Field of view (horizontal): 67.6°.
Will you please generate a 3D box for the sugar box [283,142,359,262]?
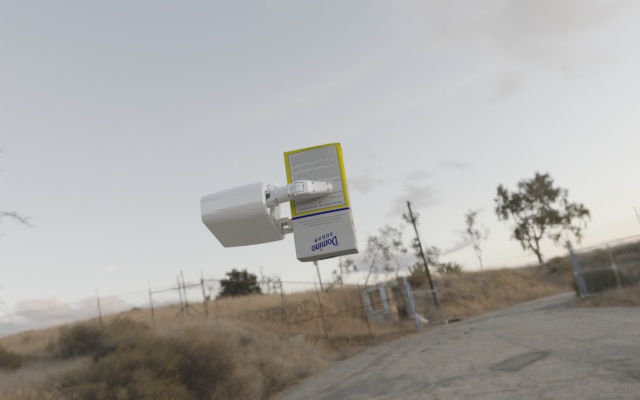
[{"bbox_3d":[0.000,0.003,0.742,0.093,0.176,0.048,-10,-17,8],"label":"sugar box"}]
